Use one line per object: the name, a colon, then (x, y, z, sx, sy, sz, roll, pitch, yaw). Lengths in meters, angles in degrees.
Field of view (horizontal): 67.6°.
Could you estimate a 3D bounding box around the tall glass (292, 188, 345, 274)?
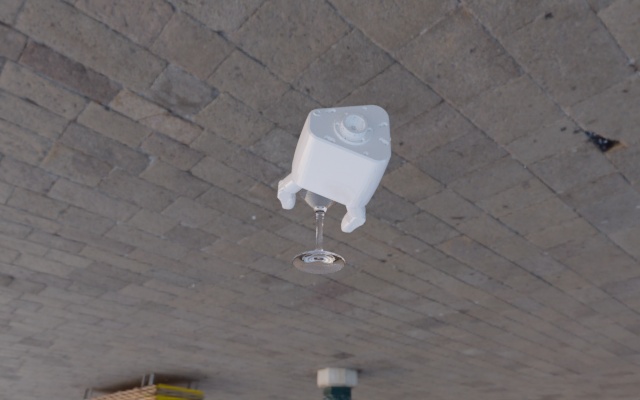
tall glass: (0.000, 0.003, 0.716, 0.079, 0.201, 0.079, 1, -31, 1)
